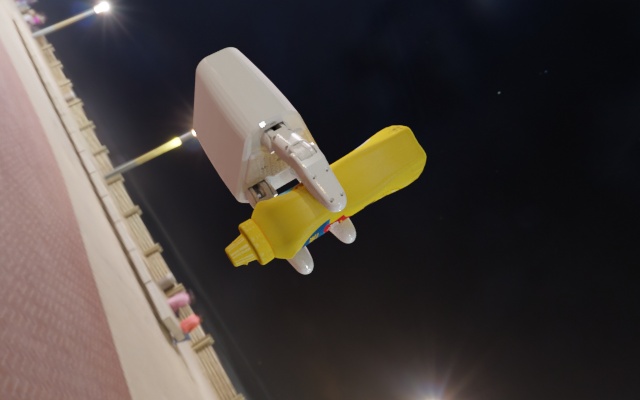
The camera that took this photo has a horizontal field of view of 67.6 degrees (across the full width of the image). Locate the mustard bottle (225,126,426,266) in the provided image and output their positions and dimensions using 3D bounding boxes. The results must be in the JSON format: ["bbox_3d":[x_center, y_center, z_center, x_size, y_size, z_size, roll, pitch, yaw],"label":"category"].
[{"bbox_3d":[0.000,0.002,0.437,0.191,0.058,0.096,-31,-1,-16],"label":"mustard bottle"}]
